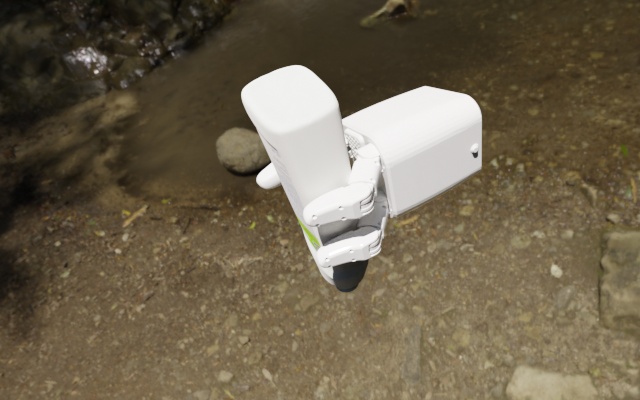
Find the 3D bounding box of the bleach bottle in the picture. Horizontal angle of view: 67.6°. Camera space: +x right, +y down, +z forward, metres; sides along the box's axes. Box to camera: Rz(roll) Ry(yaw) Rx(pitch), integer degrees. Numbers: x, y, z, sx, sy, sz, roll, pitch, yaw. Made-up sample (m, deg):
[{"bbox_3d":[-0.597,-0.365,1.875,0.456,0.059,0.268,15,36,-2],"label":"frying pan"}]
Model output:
[{"bbox_3d":[0.000,0.002,0.476,0.068,0.251,0.102,-26,43,-10],"label":"bleach bottle"}]
